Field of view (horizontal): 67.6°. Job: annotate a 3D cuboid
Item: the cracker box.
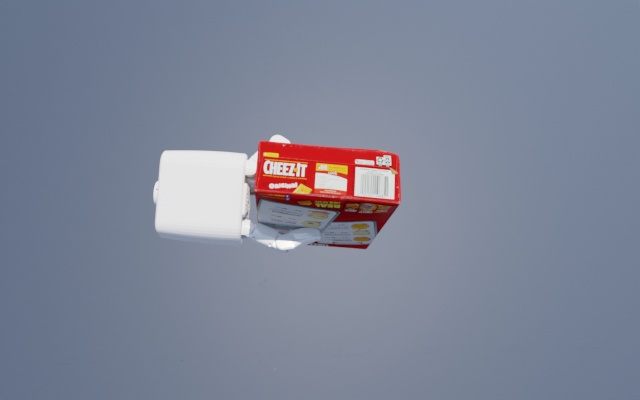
[{"bbox_3d":[0.000,0.002,0.626,0.164,0.072,0.214,4,-20,-4],"label":"cracker box"}]
